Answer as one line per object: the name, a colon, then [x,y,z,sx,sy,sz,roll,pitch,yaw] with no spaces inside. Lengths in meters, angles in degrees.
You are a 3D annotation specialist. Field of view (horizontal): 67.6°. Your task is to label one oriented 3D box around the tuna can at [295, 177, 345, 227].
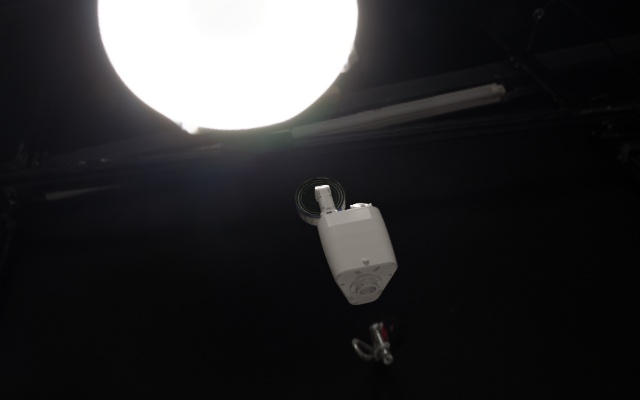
tuna can: [0.000,0.003,0.824,0.086,0.086,0.034,0,-37,5]
